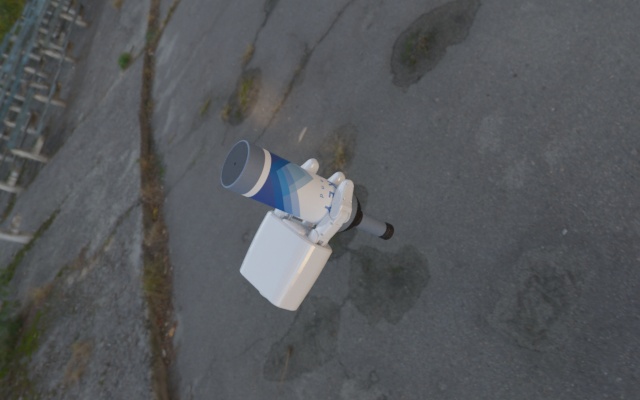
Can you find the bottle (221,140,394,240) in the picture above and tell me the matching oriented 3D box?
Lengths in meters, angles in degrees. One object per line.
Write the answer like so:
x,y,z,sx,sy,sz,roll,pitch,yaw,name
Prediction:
0.000,0.002,0.694,0.296,0.069,0.069,24,-15,-35,bottle
